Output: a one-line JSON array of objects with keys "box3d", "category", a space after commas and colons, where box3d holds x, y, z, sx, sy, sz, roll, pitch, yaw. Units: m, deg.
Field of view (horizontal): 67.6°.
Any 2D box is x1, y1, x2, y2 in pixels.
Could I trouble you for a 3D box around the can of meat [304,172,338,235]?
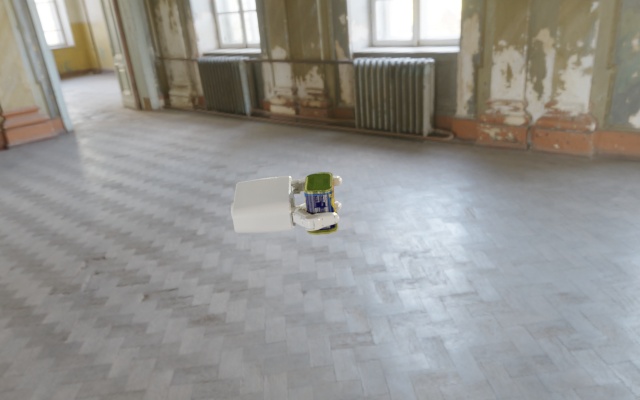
[{"box3d": [0.000, 0.003, 0.880, 0.057, 0.084, 0.102, -5, 23, 3], "category": "can of meat"}]
